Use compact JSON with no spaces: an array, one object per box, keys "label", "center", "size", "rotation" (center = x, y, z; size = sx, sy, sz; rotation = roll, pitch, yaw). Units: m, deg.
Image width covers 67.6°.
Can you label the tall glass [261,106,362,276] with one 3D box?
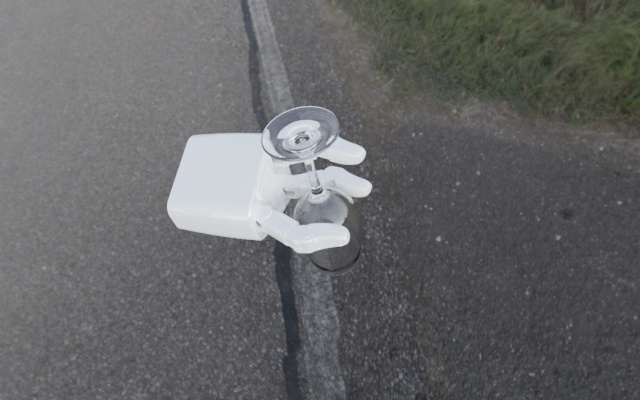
[{"label":"tall glass","center":[0.000,0.001,0.510],"size":[0.079,0.079,0.201],"rotation":[0,-40,15]}]
